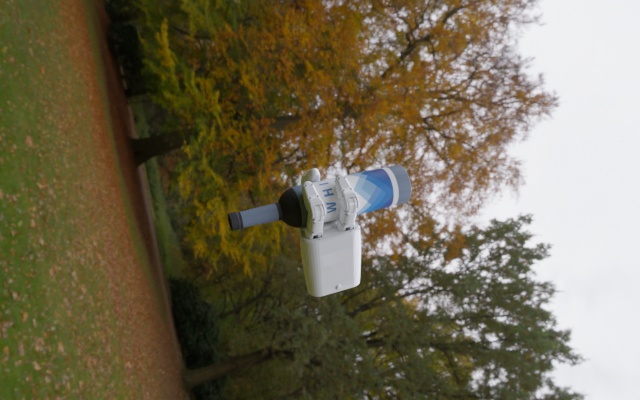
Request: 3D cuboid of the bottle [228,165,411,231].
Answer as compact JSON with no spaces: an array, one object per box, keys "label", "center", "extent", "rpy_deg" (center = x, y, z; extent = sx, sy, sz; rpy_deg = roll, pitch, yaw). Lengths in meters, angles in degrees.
[{"label":"bottle","center":[0.000,0.002,0.763],"extent":[0.295,0.069,0.069],"rpy_deg":[-13,4,-18]}]
